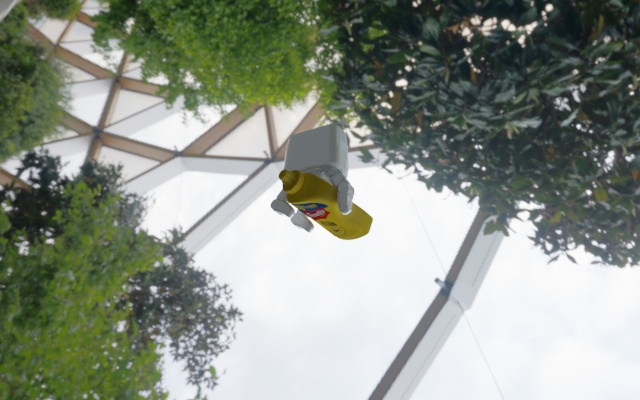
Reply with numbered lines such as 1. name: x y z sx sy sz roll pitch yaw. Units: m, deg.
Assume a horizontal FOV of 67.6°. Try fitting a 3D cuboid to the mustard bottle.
1. mustard bottle: 0.000 0.003 0.823 0.096 0.058 0.192 -3 -31 46
